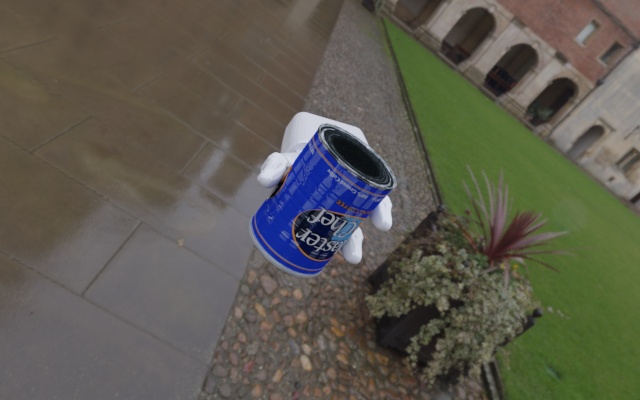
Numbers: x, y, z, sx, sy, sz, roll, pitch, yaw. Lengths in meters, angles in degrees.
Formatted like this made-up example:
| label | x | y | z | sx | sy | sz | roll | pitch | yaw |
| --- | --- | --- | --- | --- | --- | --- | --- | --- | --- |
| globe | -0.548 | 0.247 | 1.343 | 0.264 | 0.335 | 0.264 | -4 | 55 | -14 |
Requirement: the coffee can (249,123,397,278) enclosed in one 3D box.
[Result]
| label | x | y | z | sx | sy | sz | roll | pitch | yaw |
| --- | --- | --- | --- | --- | --- | --- | --- | --- | --- |
| coffee can | 0.000 | 0.002 | 0.527 | 0.103 | 0.140 | 0.102 | 31 | 26 | -17 |
